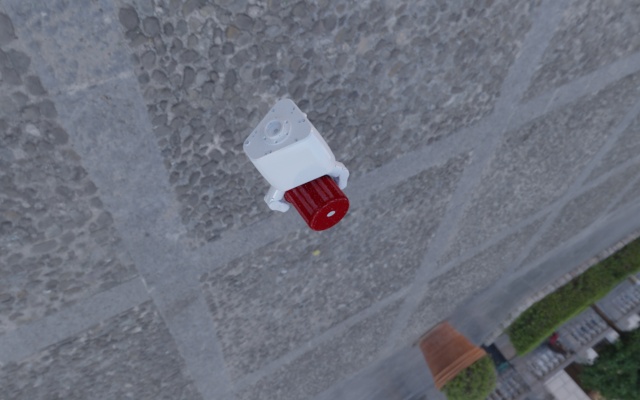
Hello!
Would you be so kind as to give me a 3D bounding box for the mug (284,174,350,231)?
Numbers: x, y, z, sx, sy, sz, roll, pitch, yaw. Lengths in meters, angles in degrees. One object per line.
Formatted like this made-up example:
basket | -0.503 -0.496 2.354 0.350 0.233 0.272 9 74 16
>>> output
mug | 0.001 0.003 0.833 0.093 0.081 0.117 -39 -30 1
